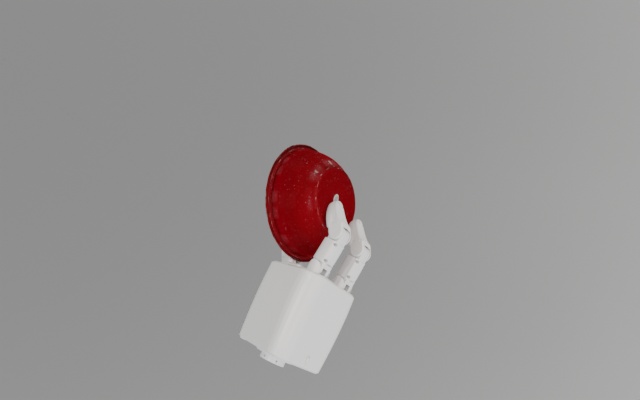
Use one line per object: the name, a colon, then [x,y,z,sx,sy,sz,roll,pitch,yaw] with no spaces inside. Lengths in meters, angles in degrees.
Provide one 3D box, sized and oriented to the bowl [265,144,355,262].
bowl: [0.001,0.001,0.641,0.055,0.162,0.162,-4,-2,36]
